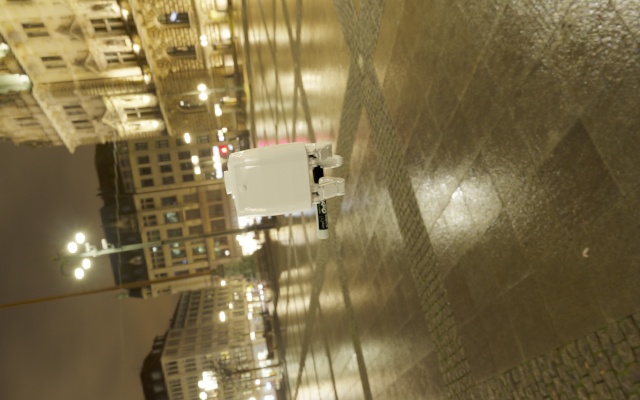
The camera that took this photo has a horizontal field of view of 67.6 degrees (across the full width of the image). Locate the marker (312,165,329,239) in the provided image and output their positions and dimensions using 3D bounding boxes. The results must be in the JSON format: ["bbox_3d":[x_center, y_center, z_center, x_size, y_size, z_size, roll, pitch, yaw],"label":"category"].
[{"bbox_3d":[0.000,0.003,0.775,0.020,0.121,0.020,-4,15,1],"label":"marker"}]
